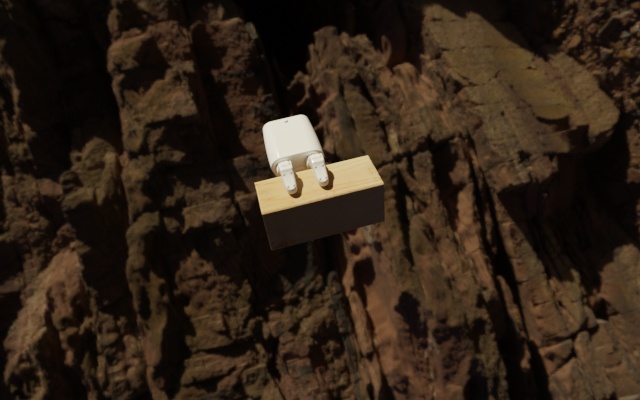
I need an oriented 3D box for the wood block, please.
[{"bbox_3d":[0.000,0.003,0.834,0.206,0.091,0.090,-14,42,-6],"label":"wood block"}]
